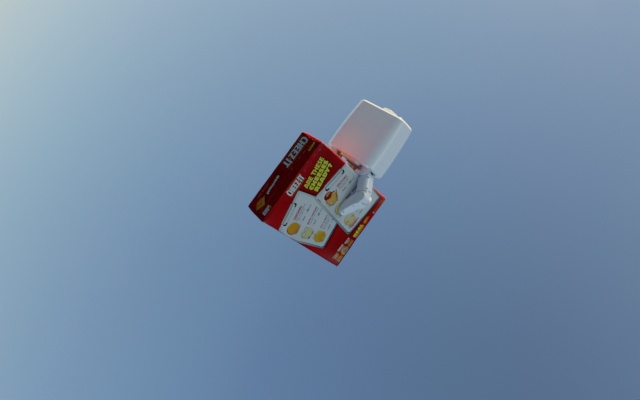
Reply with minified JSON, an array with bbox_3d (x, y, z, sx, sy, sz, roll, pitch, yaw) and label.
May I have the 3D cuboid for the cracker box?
[{"bbox_3d":[0.000,0.003,0.861,0.214,0.164,0.072,36,0,-43],"label":"cracker box"}]
